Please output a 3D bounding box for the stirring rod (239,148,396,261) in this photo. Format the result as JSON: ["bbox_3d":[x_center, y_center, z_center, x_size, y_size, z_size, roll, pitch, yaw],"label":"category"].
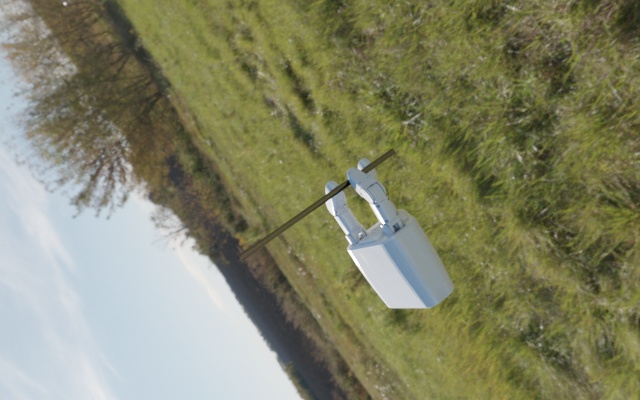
[{"bbox_3d":[0.000,0.002,0.600,0.239,0.011,0.011,-35,9,-13],"label":"stirring rod"}]
